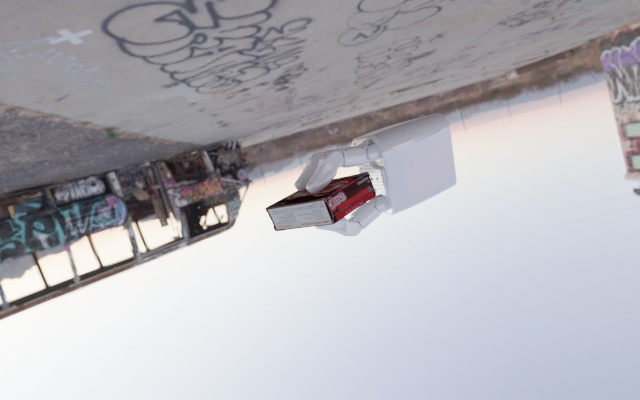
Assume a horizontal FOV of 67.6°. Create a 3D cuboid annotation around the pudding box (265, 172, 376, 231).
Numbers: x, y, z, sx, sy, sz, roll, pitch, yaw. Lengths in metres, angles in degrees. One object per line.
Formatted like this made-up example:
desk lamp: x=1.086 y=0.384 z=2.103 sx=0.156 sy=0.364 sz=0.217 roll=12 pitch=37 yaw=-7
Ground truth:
pudding box: x=0.000 y=0.002 z=0.606 sx=0.113 sy=0.039 sz=0.090 roll=-12 pitch=12 yaw=46
